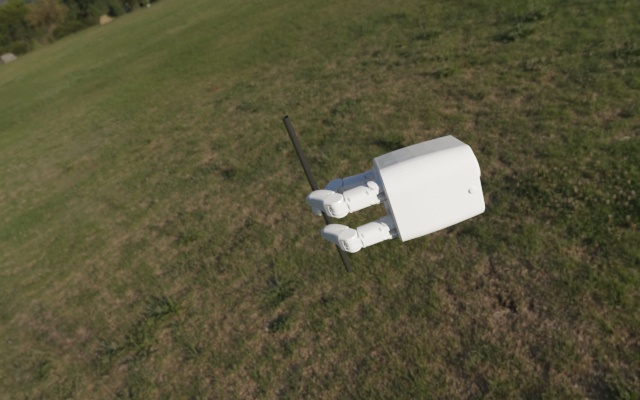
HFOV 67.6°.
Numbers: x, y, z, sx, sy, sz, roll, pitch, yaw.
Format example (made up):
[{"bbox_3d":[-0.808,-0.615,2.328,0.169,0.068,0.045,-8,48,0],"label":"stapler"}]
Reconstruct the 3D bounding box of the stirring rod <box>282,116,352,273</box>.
[{"bbox_3d":[0.000,0.002,0.595,0.011,0.240,0.011,-16,32,11],"label":"stirring rod"}]
